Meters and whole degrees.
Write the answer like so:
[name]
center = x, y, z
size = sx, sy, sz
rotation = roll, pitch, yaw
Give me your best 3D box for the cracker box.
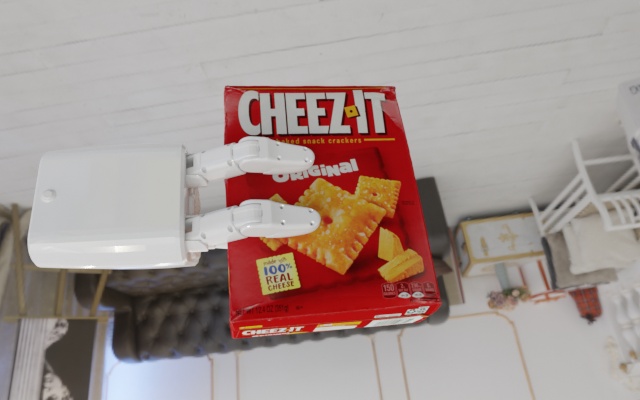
[cracker box]
center = 0.000, 0.002, 0.418
size = 0.164, 0.213, 0.072
rotation = -2, -25, -10
